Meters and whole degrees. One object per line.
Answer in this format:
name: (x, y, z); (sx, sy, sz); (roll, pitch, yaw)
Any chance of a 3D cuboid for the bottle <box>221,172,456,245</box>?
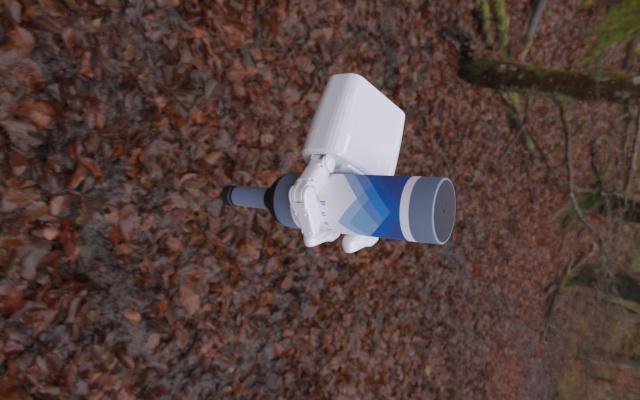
bottle: (0.000, 0.002, 0.550); (0.295, 0.069, 0.069); (4, 2, 34)
